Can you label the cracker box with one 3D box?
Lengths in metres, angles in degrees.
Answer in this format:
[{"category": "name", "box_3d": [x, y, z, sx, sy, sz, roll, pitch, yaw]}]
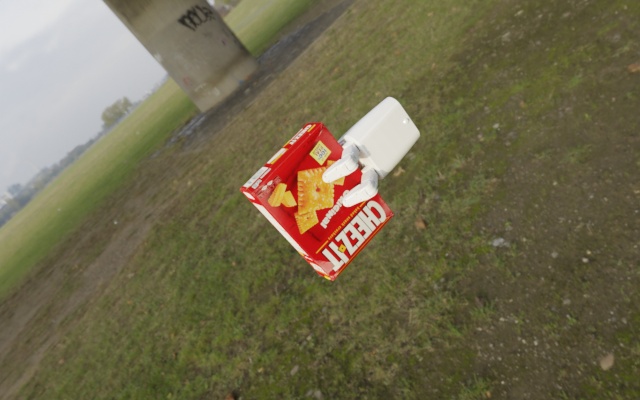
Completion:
[{"category": "cracker box", "box_3d": [0.000, 0.002, 0.800, 0.164, 0.214, 0.072, -46, 22, -12]}]
